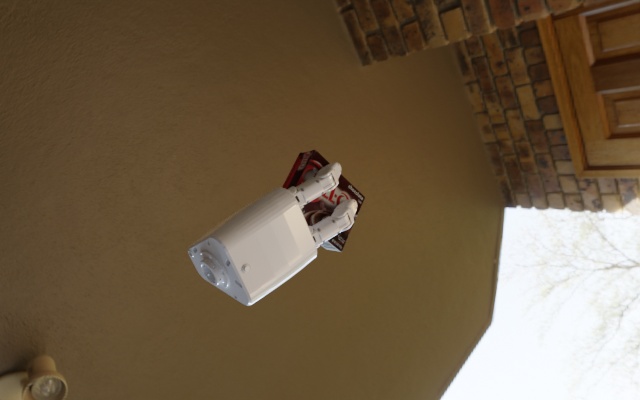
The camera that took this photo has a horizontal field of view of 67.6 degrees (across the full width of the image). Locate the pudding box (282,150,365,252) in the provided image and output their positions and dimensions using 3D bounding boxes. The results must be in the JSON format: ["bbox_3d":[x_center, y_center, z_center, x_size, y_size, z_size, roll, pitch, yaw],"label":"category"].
[{"bbox_3d":[0.000,0.002,0.632,0.039,0.090,0.113,-1,-34,47],"label":"pudding box"}]
